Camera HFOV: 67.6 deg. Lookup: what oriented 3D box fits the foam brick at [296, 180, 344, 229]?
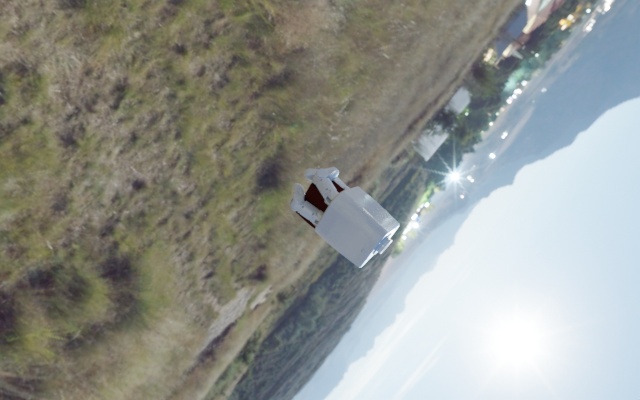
[{"bbox_3d":[0.000,0.003,0.876,0.051,0.078,0.053,41,39,13],"label":"foam brick"}]
